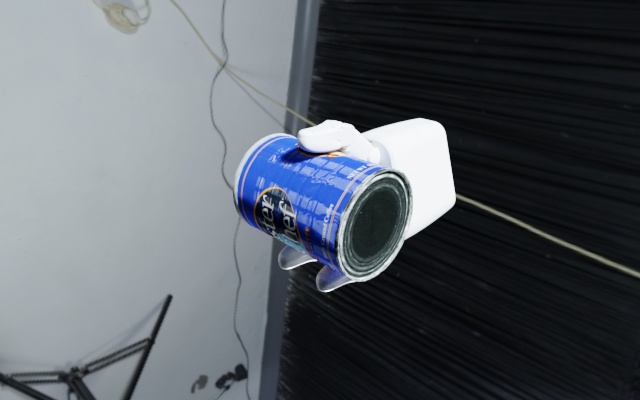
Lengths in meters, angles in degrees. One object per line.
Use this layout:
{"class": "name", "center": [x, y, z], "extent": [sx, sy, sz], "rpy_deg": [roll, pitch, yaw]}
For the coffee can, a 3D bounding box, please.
{"class": "coffee can", "center": [0.000, 0.001, 0.451], "extent": [0.140, 0.103, 0.103], "rpy_deg": [23, 15, 40]}
